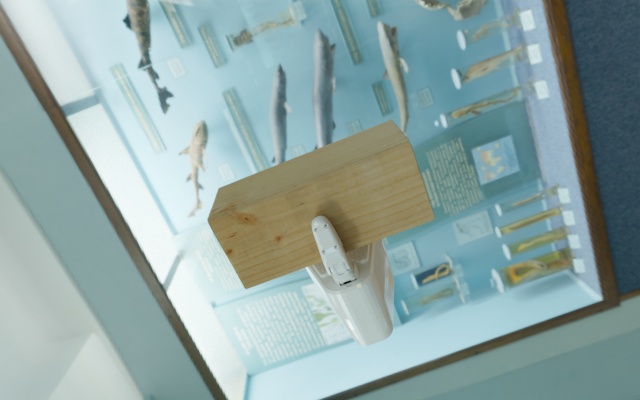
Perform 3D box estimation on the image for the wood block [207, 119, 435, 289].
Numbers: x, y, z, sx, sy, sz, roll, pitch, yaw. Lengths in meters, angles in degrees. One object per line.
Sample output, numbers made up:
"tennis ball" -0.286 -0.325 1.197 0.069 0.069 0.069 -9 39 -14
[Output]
"wood block" 0.000 0.002 0.502 0.206 0.090 0.090 -21 23 5
